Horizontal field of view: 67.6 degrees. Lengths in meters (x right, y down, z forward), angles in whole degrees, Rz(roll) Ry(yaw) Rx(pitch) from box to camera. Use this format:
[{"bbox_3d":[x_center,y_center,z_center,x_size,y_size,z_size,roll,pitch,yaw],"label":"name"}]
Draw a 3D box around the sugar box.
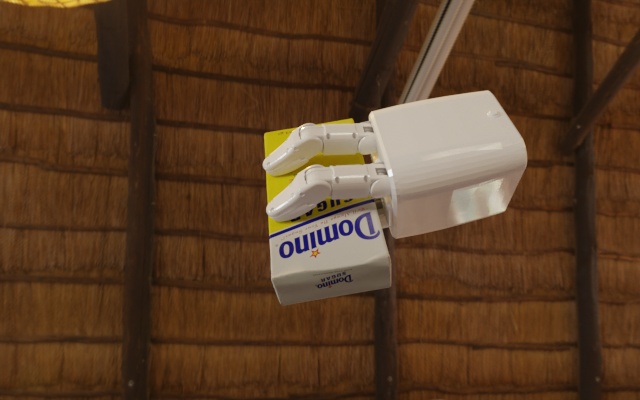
[{"bbox_3d":[0.000,0.001,0.426,0.093,0.048,0.176,-10,44,0],"label":"sugar box"}]
